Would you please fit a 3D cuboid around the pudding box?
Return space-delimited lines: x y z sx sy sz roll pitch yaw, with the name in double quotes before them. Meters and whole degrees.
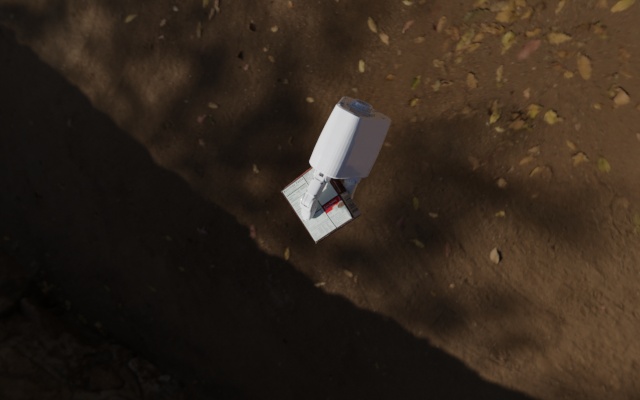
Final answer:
"pudding box" 0.000 0.003 0.813 0.090 0.113 0.039 -35 -5 26
